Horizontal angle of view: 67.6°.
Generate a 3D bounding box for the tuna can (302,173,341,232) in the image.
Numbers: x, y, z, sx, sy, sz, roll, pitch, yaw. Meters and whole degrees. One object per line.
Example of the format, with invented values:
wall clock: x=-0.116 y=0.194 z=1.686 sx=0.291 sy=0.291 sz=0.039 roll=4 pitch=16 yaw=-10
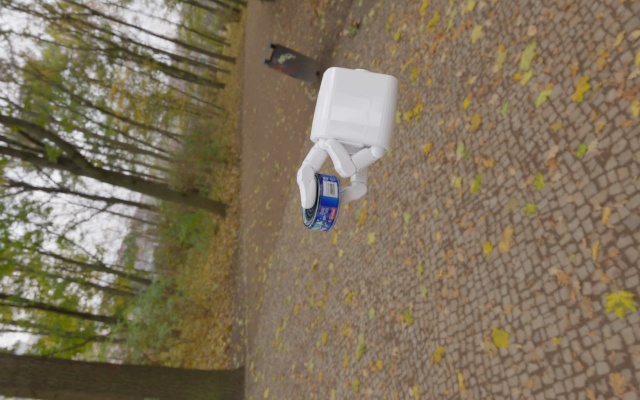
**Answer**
tuna can: x=0.000 y=0.002 z=0.714 sx=0.034 sy=0.086 sz=0.086 roll=8 pitch=-3 yaw=-18
